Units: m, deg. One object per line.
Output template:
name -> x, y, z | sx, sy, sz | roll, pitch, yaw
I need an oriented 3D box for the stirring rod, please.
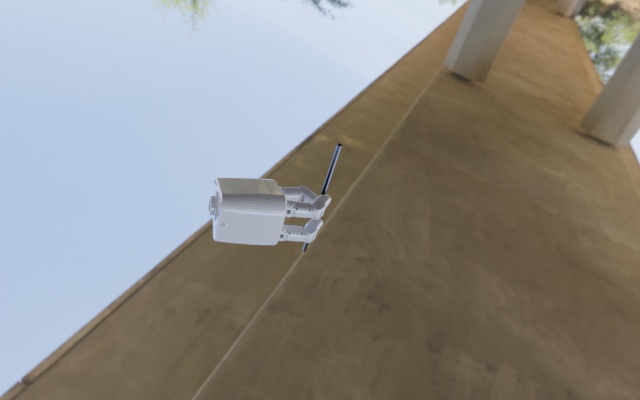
stirring rod -> 0.000, 0.003, 0.845 | 0.011, 0.240, 0.011 | 12, 36, -9
